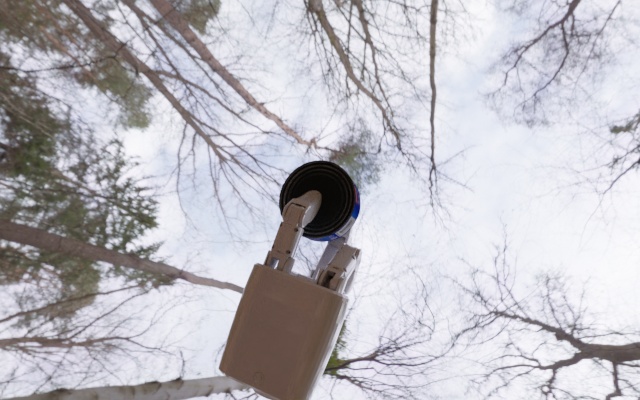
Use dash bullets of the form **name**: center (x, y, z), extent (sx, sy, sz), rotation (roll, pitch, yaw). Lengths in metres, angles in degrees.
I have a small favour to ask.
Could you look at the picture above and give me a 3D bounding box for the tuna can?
- **tuna can**: center (0.000, 0.002, 0.523), extent (0.086, 0.086, 0.034), rotation (0, -13, 17)
